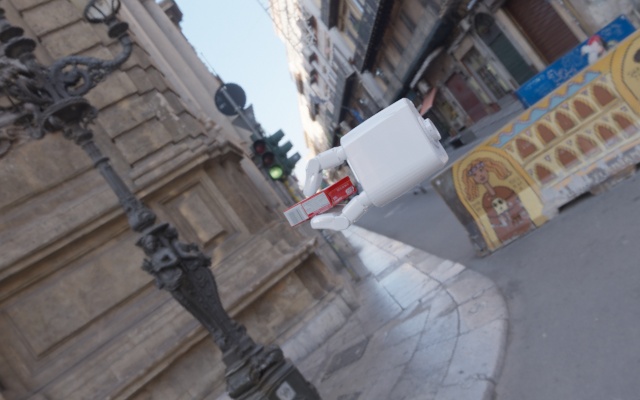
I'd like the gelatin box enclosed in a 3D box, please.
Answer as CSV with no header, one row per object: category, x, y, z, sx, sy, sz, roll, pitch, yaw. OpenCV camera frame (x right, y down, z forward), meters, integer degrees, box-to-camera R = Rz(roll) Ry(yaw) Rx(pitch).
gelatin box,0.000,0.002,0.711,0.089,0.030,0.073,-28,2,36
